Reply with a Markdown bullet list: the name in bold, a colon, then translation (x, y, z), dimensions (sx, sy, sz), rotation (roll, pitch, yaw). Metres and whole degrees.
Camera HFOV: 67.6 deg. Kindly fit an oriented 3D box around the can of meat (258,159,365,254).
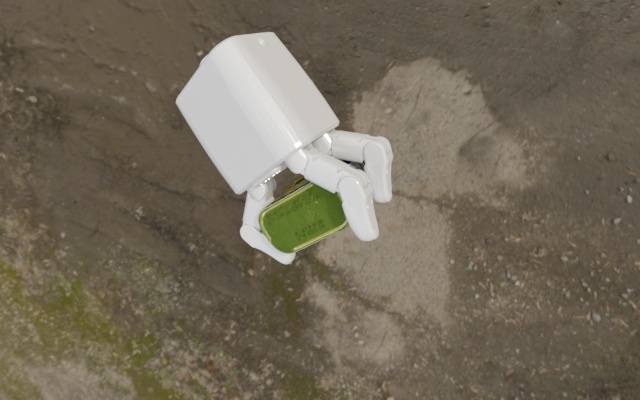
- **can of meat**: translation (0.000, 0.002, 0.463), dimensions (0.102, 0.057, 0.084), rotation (-29, 7, 31)
